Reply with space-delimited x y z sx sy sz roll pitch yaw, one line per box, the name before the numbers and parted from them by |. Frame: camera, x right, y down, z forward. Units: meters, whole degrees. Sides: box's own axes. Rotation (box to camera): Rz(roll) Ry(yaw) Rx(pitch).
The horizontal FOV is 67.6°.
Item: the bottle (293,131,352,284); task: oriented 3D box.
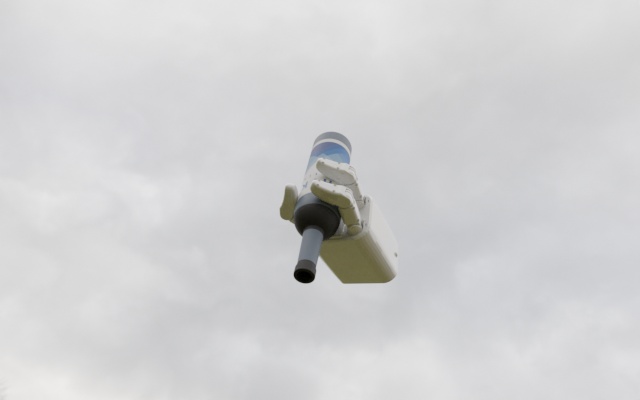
bottle | 0.000 0.002 0.699 0.069 0.069 0.295 0 38 10
